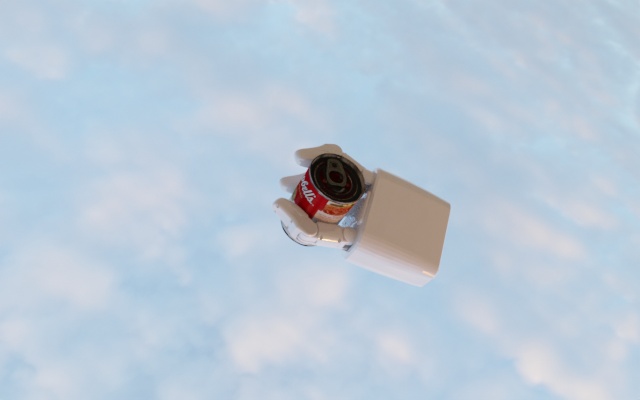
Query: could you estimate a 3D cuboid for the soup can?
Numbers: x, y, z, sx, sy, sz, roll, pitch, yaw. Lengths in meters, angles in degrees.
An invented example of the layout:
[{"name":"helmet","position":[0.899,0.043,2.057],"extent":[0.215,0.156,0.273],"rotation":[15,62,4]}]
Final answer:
[{"name":"soup can","position":[-0.001,0.002,0.561],"extent":[0.068,0.068,0.102],"rotation":[0,-33,-27]}]
